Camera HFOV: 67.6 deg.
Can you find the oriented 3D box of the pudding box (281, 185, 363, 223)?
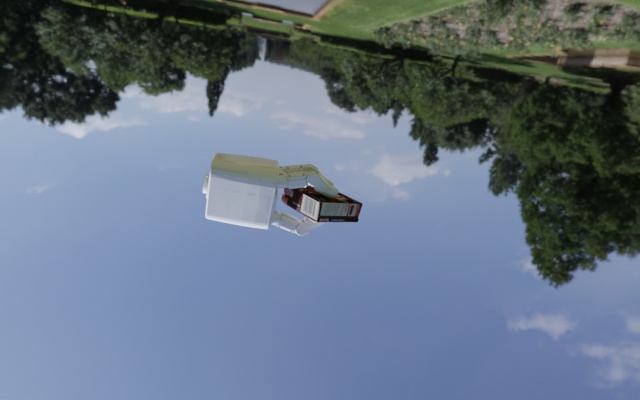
[{"bbox_3d":[0.000,0.003,0.804,0.090,0.039,0.113,1,19,-37],"label":"pudding box"}]
